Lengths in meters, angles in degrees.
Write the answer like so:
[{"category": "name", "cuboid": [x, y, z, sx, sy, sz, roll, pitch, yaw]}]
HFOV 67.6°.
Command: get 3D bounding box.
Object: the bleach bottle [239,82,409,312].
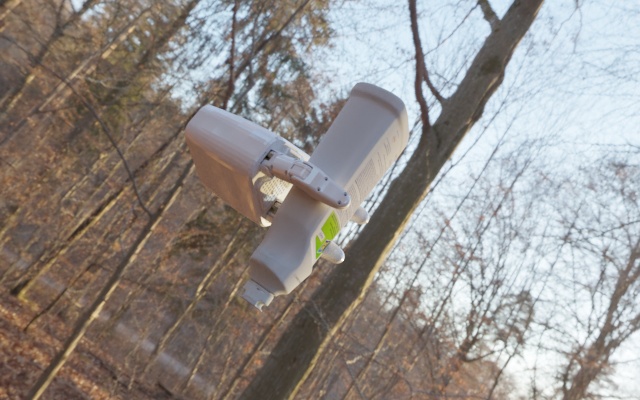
[{"category": "bleach bottle", "cuboid": [0.000, 0.002, 0.500, 0.068, 0.250, 0.103, 30, -16, 25]}]
